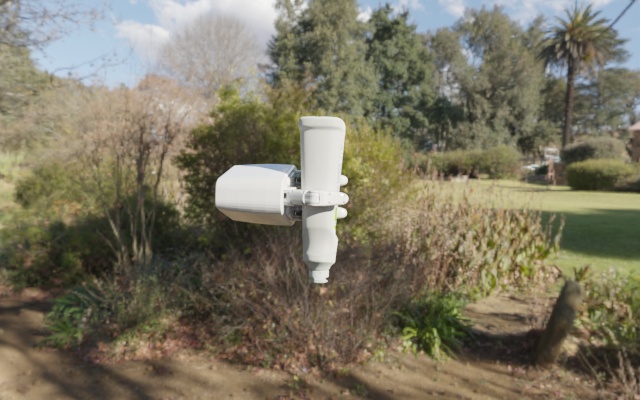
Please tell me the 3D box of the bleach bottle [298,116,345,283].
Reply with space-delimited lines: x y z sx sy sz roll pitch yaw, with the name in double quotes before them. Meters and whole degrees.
"bleach bottle" 0.000 0.002 0.739 0.068 0.251 0.102 2 2 9
